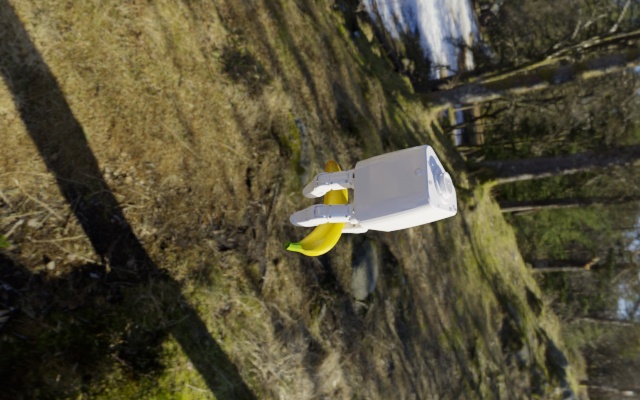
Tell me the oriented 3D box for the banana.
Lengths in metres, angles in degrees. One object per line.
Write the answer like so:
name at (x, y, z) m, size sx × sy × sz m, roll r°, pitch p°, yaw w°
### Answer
banana at (0.010, 0.017, 0.731) m, size 0.037 × 0.070 × 0.197 m, roll -23°, pitch 29°, yaw 38°
